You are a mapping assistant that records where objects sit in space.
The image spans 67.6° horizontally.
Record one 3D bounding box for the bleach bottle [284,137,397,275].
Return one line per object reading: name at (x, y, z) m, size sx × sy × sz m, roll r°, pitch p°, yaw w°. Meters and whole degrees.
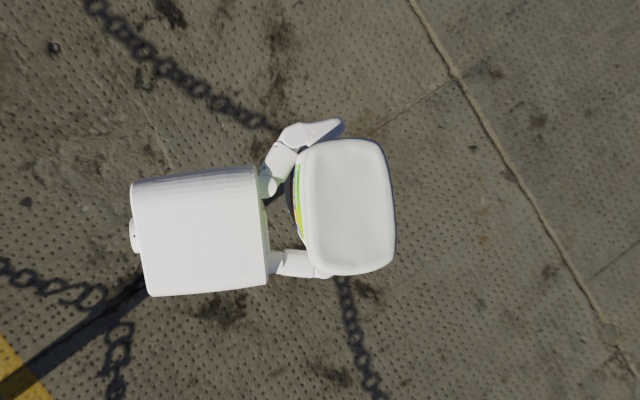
bleach bottle at (0.000, 0.001, 0.459) m, size 0.068 × 0.102 × 0.251 m, roll -5°, pitch 1°, yaw -10°
